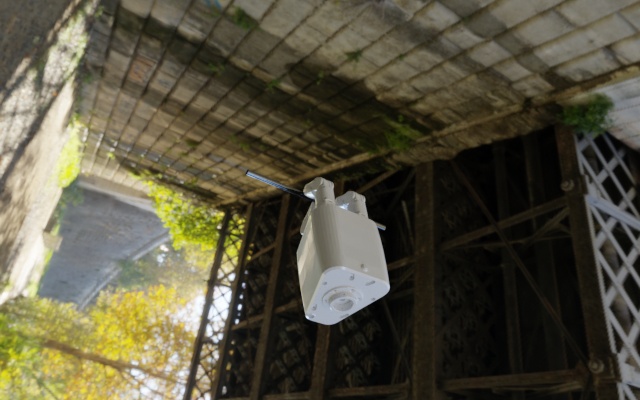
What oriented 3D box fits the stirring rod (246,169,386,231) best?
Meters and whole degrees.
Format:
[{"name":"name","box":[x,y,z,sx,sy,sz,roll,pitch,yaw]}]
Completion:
[{"name":"stirring rod","box":[0.000,0.002,0.707,0.239,0.011,0.011,22,-10,-25]}]
